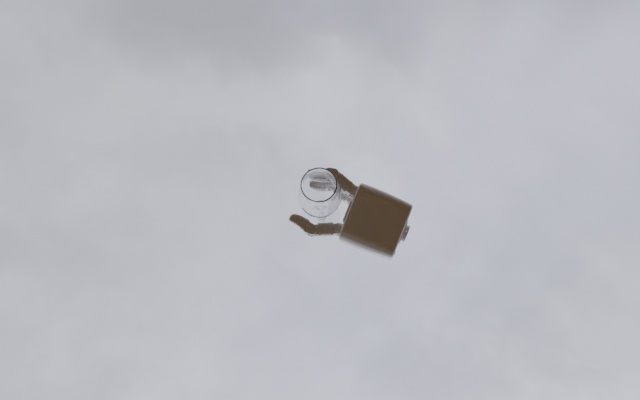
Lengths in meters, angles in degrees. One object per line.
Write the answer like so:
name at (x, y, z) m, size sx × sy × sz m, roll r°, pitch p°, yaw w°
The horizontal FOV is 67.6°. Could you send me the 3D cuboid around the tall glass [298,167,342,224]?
tall glass at (0.000, 0.003, 0.888) m, size 0.079 × 0.079 × 0.201 m, roll 0°, pitch -17°, yaw 2°
